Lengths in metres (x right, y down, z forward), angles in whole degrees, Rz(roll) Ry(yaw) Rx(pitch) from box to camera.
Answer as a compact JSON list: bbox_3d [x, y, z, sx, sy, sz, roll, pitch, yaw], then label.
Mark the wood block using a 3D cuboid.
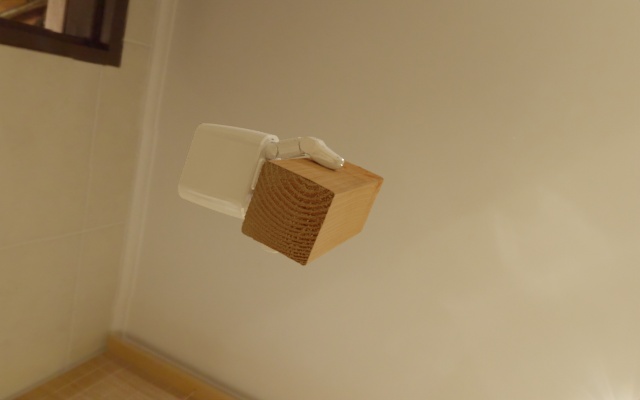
[{"bbox_3d":[0.000,0.002,0.607,0.090,0.091,0.206,26,16,17],"label":"wood block"}]
